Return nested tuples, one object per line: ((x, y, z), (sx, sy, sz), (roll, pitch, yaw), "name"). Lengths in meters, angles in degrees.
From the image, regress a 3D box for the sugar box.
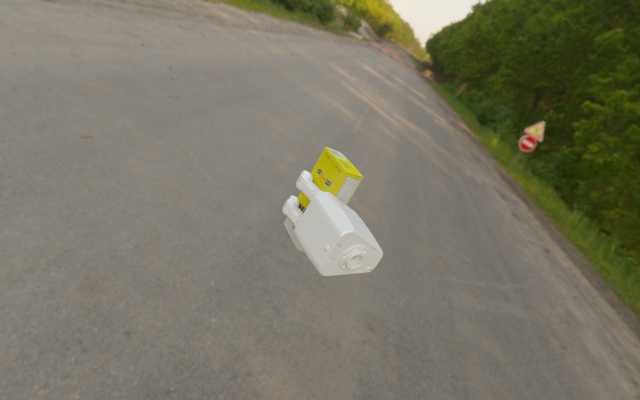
((0.000, 0.003, 0.857), (0.048, 0.176, 0.093), (16, 25, -35), "sugar box")
